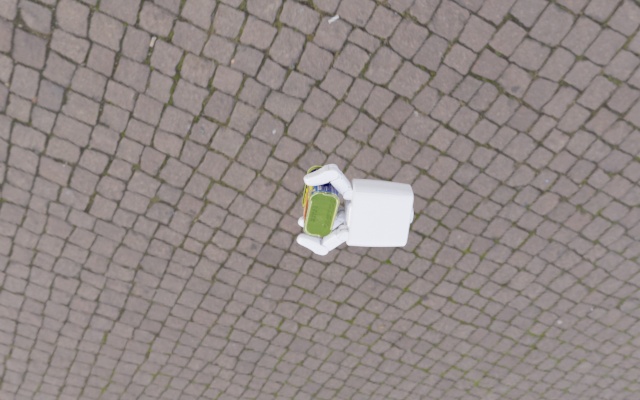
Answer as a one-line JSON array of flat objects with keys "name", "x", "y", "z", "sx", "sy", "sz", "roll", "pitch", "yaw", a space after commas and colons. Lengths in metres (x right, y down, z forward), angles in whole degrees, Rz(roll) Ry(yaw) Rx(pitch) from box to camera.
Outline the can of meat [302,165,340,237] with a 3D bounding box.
[{"name": "can of meat", "x": 0.000, "y": 0.003, "z": 0.853, "sx": 0.057, "sy": 0.102, "sz": 0.084, "roll": 7, "pitch": 35, "yaw": -8}]
